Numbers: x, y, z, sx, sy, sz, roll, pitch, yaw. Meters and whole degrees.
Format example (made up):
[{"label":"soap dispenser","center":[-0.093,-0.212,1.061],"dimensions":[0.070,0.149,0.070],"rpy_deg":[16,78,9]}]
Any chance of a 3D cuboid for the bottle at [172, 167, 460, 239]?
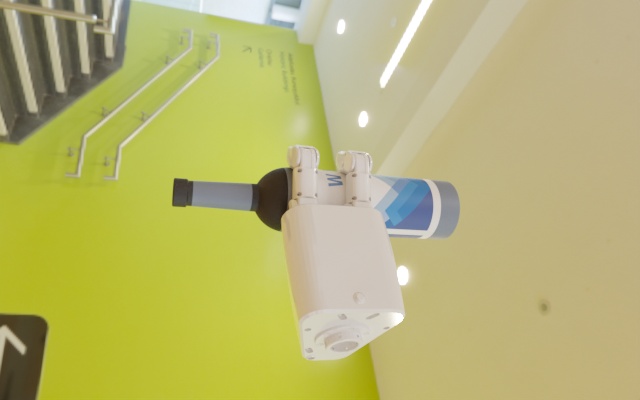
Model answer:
[{"label":"bottle","center":[0.000,0.002,0.497],"dimensions":[0.296,0.069,0.069],"rpy_deg":[4,-1,-18]}]
